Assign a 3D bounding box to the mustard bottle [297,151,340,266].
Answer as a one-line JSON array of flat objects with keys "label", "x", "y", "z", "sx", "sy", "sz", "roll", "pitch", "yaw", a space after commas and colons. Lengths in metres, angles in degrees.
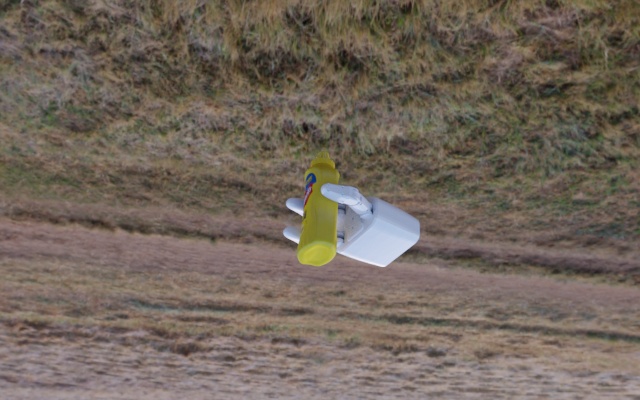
[{"label": "mustard bottle", "x": 0.000, "y": 0.003, "z": 0.777, "sx": 0.058, "sy": 0.191, "sz": 0.096, "roll": 10, "pitch": -30, "yaw": -9}]
